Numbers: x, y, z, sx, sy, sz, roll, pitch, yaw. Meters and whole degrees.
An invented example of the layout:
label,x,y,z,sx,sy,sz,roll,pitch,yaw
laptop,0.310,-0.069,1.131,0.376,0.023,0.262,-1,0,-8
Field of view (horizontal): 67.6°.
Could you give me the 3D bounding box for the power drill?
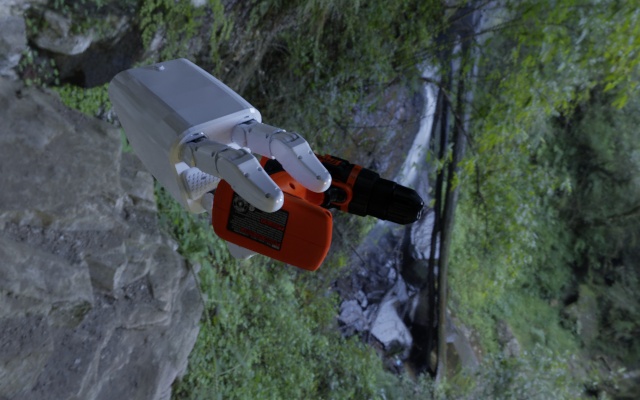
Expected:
label,x,y,z,sx,sy,sz,roll,pitch,yaw
power drill,0.000,0.001,0.454,0.184,0.057,0.187,17,18,14
